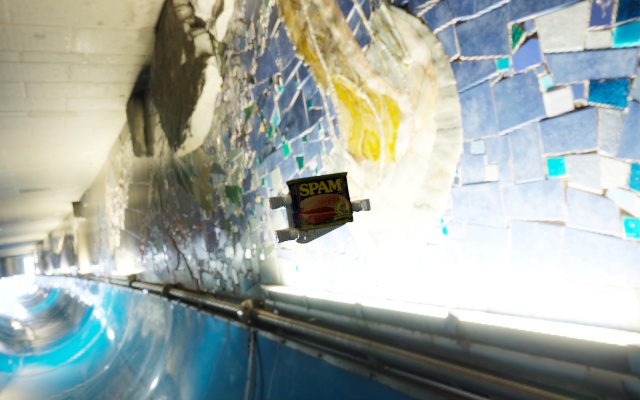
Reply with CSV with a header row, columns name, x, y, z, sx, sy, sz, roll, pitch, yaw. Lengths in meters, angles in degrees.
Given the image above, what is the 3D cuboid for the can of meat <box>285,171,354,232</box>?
name,x,y,z,sx,sy,sz,roll,pitch,yaw
can of meat,0.000,0.003,0.777,0.102,0.084,0.057,-9,-2,-11
